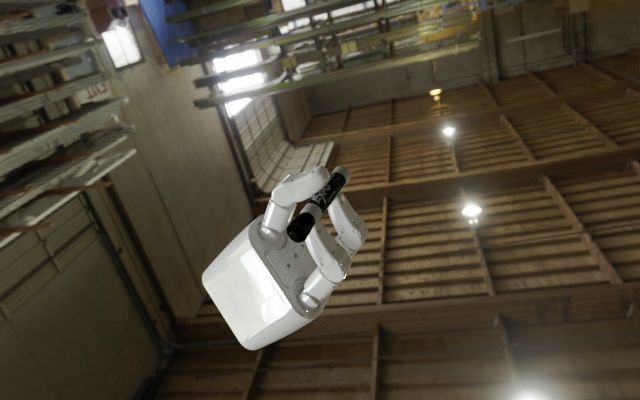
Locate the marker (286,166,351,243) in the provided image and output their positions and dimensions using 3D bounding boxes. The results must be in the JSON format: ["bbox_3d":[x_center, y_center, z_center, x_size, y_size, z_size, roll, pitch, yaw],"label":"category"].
[{"bbox_3d":[0.000,0.001,0.433,0.020,0.020,0.121,0,28,24],"label":"marker"}]
